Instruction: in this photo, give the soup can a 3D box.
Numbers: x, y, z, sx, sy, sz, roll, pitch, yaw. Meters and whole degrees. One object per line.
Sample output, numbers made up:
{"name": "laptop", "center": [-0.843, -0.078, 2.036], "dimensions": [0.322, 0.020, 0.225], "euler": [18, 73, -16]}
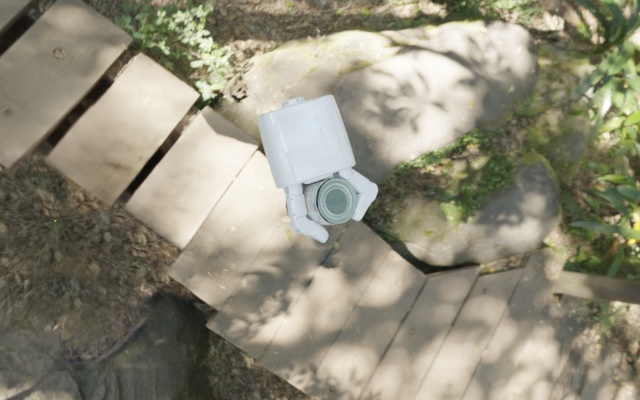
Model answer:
{"name": "soup can", "center": [0.000, 0.003, 0.706], "dimensions": [0.068, 0.068, 0.102], "euler": [0, -2, -29]}
